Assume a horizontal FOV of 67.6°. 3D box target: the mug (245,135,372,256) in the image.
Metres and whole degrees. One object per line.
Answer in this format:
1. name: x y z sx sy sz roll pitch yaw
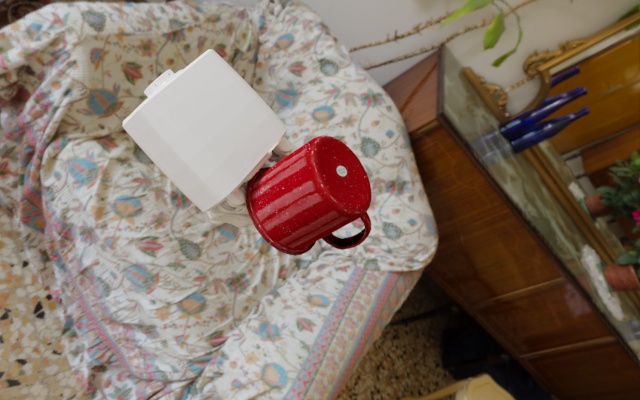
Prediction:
1. mug: 0.001 0.002 0.444 0.081 0.117 0.093 -30 22 35
